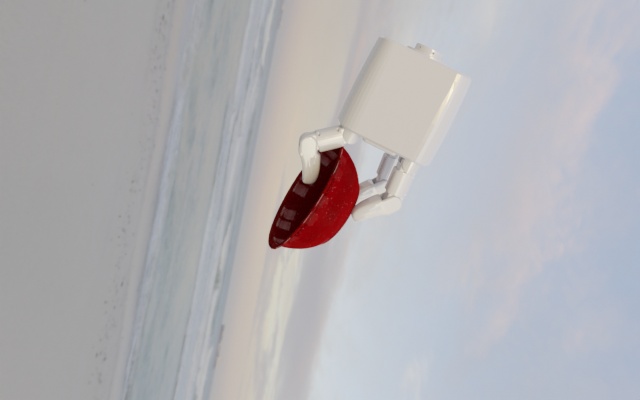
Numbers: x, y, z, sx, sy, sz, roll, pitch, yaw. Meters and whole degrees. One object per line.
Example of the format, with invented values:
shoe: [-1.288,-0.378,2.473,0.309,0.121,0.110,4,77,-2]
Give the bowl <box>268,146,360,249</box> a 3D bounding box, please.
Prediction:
bowl: [0.000,0.003,0.598,0.055,0.162,0.162,33,-10,-16]
